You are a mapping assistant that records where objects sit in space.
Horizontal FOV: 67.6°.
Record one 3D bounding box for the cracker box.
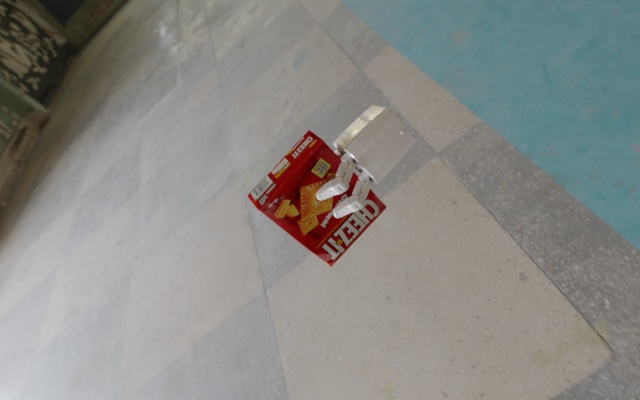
[{"bbox_3d":[0.000,0.003,0.882,0.214,0.164,0.072,42,2,-36],"label":"cracker box"}]
